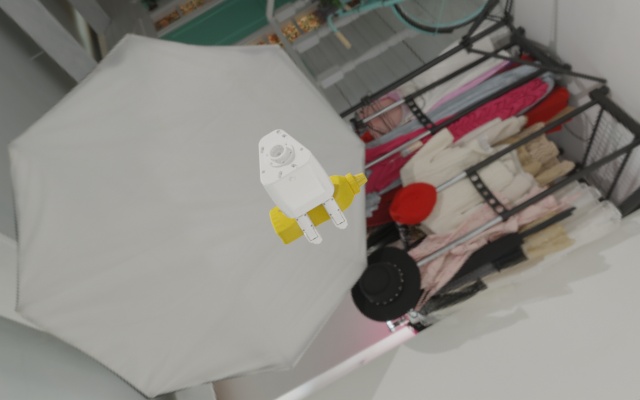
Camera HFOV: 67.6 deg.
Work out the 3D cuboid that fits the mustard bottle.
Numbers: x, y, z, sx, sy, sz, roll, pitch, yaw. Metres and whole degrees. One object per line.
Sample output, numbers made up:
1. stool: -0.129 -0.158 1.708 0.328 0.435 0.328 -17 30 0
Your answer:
1. mustard bottle: 0.000 0.003 0.893 0.191 0.058 0.096 -30 28 3
